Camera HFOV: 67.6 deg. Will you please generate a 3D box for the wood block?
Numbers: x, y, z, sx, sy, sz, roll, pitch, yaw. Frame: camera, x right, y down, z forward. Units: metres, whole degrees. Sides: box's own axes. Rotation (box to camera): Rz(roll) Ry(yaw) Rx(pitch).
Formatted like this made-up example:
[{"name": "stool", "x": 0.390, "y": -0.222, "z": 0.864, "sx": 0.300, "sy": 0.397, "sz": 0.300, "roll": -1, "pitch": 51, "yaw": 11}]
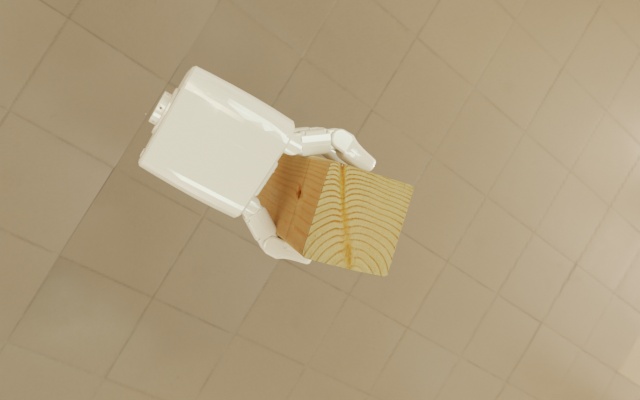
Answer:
[{"name": "wood block", "x": 0.000, "y": 0.002, "z": 0.519, "sx": 0.090, "sy": 0.091, "sz": 0.206, "roll": 16, "pitch": 4, "yaw": -22}]
